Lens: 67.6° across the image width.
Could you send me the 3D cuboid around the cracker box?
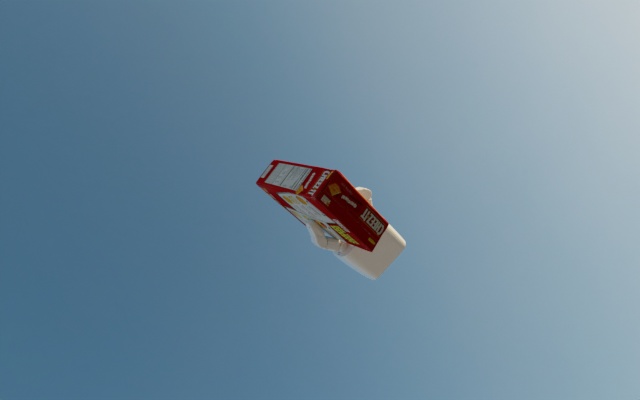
[{"bbox_3d":[0.000,0.003,0.887,0.164,0.072,0.213,43,-16,-32],"label":"cracker box"}]
